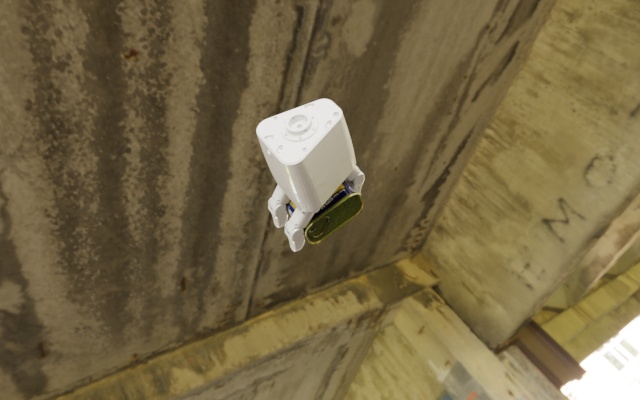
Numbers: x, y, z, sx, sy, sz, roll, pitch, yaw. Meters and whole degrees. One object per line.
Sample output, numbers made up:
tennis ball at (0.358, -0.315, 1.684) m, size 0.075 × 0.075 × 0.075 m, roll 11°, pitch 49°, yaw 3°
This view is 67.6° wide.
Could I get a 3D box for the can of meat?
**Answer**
can of meat at (0.000, 0.002, 0.726) m, size 0.102 × 0.084 × 0.057 m, roll -36°, pitch -33°, yaw -7°
